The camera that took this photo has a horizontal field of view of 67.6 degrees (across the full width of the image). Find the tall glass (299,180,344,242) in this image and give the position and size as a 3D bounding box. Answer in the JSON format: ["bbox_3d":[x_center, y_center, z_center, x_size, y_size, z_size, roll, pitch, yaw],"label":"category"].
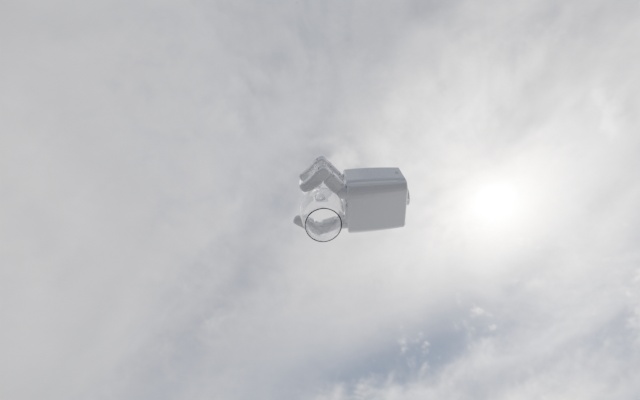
[{"bbox_3d":[0.000,0.003,0.867,0.079,0.079,0.201,0,22,-3],"label":"tall glass"}]
